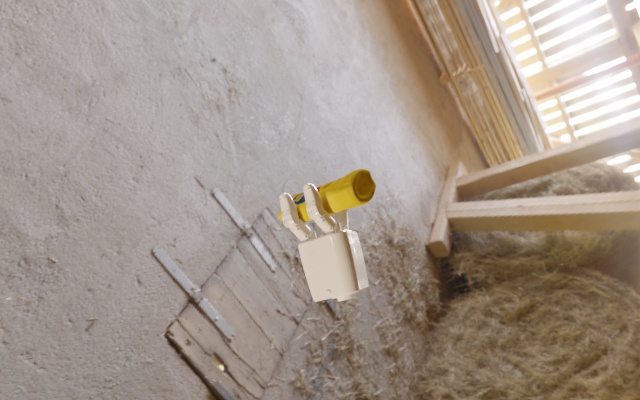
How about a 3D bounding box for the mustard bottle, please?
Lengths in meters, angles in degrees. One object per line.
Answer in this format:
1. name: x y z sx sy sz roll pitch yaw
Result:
1. mustard bottle: 0.000 0.002 0.859 0.192 0.058 0.096 -21 13 33
